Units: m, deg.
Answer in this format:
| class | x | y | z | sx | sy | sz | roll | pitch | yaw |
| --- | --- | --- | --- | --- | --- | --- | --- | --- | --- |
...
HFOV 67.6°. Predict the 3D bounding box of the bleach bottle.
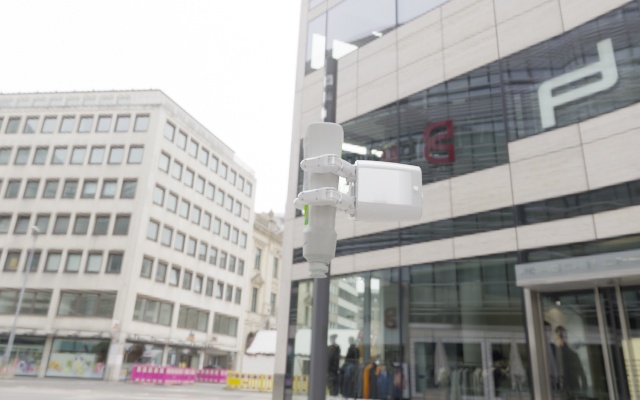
| class | x | y | z | sx | sy | sz | roll | pitch | yaw |
| --- | --- | --- | --- | --- | --- | --- | --- | --- | --- |
| bleach bottle | 0.000 | 0.003 | 0.788 | 0.068 | 0.250 | 0.103 | 4 | -20 | -4 |
